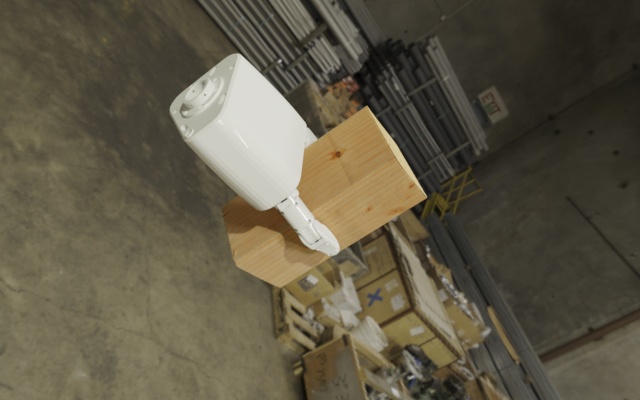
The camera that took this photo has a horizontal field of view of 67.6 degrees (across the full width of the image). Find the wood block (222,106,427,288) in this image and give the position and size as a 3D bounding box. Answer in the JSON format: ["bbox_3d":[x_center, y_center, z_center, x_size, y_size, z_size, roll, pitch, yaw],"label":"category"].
[{"bbox_3d":[0.000,0.002,0.545,0.206,0.090,0.090,-33,-39,14],"label":"wood block"}]
